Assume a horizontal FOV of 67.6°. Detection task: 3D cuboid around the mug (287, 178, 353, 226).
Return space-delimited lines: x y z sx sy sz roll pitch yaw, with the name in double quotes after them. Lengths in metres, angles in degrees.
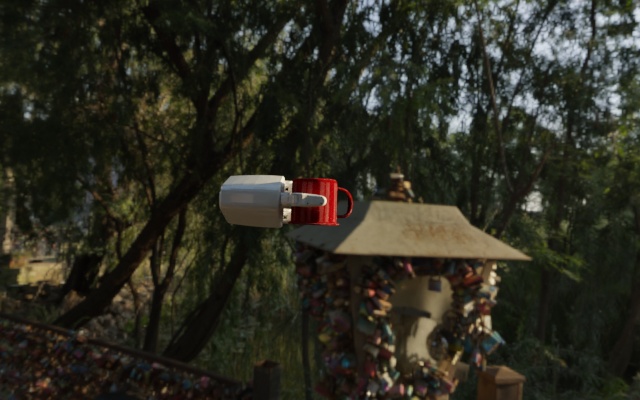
0.002 0.003 0.862 0.117 0.081 0.093 2 -1 -3 "mug"
